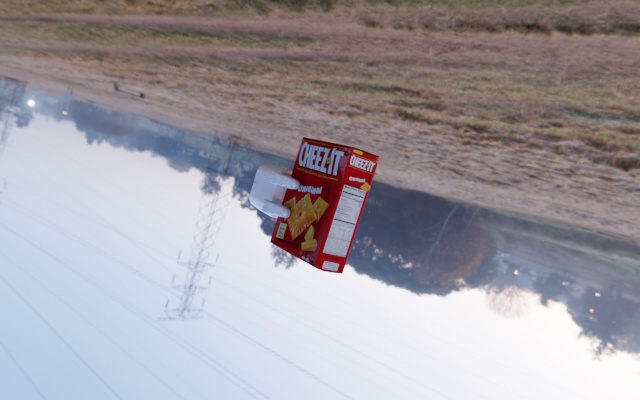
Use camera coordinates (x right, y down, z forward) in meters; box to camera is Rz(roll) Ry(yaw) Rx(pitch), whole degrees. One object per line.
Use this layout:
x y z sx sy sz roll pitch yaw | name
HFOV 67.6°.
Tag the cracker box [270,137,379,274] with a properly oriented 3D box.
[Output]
0.000 0.003 0.858 0.072 0.214 0.164 15 3 -36 | cracker box
